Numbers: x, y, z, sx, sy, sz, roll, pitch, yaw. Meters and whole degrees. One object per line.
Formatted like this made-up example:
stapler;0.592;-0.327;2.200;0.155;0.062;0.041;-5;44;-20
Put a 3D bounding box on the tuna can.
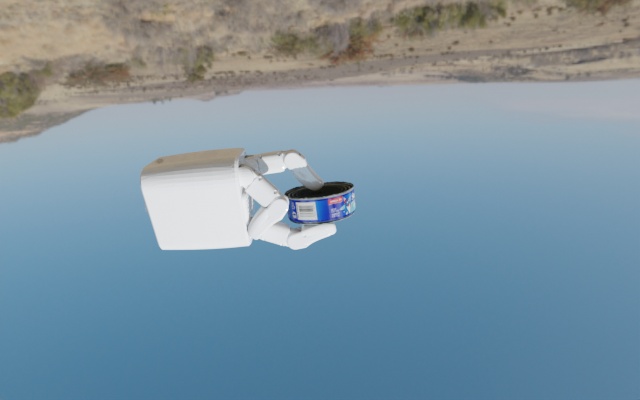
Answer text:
tuna can;0.000;0.002;0.589;0.086;0.034;0.086;-7;13;2
